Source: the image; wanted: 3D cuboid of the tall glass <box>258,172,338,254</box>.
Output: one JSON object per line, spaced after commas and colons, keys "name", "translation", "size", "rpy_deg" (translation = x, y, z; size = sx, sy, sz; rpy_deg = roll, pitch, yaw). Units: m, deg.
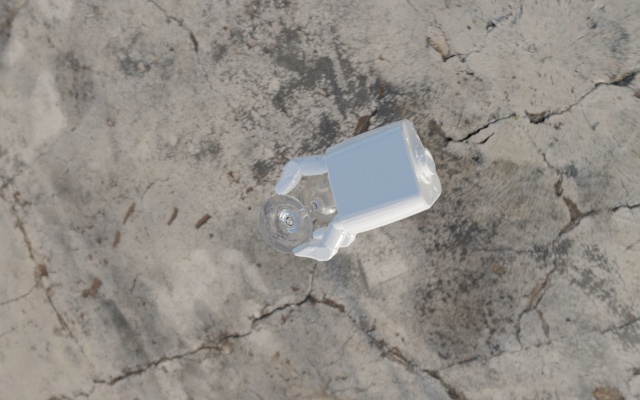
{"name": "tall glass", "translation": [0.000, 0.002, 0.653], "size": [0.079, 0.079, 0.201], "rpy_deg": [0, 15, 26]}
